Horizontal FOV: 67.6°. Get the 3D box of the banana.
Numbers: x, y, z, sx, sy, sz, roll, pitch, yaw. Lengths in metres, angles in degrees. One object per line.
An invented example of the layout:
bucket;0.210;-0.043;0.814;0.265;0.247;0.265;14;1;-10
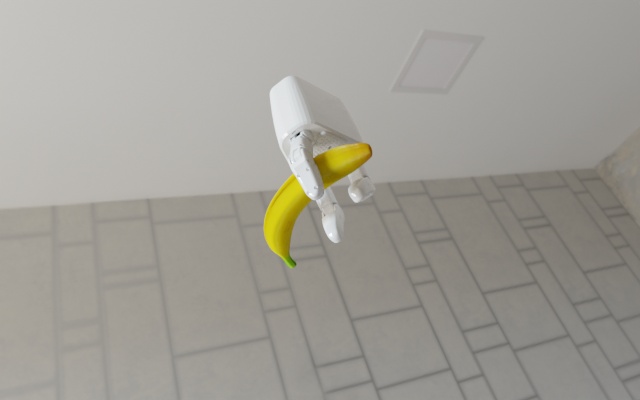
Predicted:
banana;-0.018;-0.001;0.565;0.069;0.198;0.037;19;34;-24
